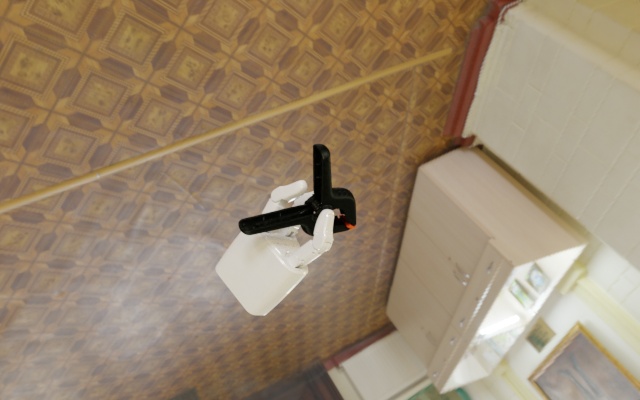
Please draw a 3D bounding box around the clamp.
[{"bbox_3d":[0.001,0.003,0.705,0.210,0.164,0.036,17,31,-51],"label":"clamp"}]
